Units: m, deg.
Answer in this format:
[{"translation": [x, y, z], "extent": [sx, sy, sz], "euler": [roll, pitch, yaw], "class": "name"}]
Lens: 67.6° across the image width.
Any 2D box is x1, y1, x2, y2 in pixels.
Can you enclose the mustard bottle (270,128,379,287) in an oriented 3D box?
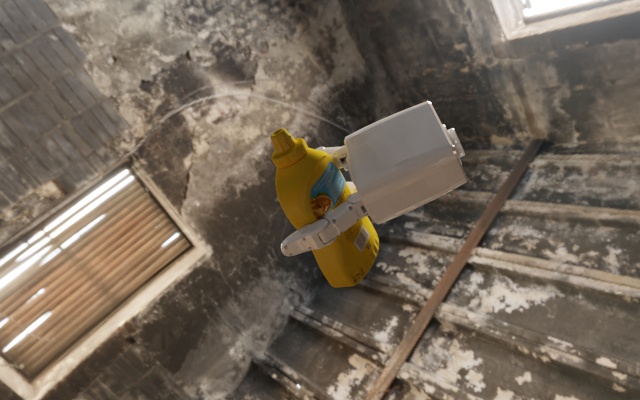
[{"translation": [0.000, 0.002, 0.546], "extent": [0.058, 0.192, 0.096], "euler": [-11, 31, 36], "class": "mustard bottle"}]
